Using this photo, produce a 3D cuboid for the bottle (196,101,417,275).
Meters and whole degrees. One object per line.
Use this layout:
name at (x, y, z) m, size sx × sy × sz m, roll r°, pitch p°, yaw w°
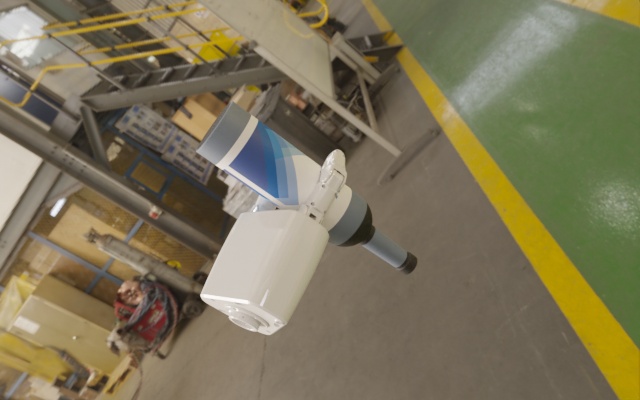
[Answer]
bottle at (0.000, 0.002, 0.554) m, size 0.296 × 0.069 × 0.069 m, roll 36°, pitch -13°, yaw -19°
